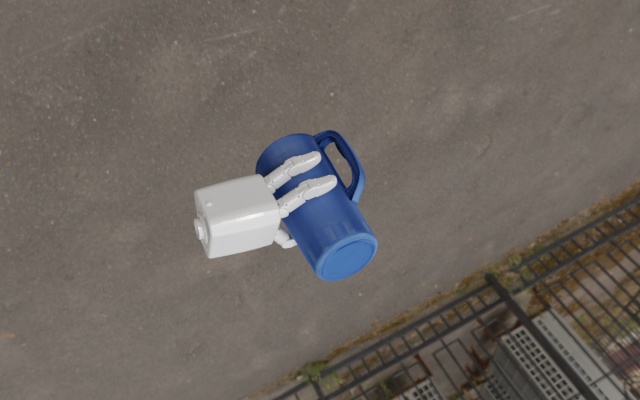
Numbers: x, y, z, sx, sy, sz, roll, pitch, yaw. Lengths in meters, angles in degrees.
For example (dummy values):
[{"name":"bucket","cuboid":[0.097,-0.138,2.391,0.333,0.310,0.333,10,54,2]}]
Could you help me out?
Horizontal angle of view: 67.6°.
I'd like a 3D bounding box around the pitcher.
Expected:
[{"name":"pitcher","cuboid":[0.000,0.003,0.790,0.145,0.149,0.242,-13,49,-23]}]
